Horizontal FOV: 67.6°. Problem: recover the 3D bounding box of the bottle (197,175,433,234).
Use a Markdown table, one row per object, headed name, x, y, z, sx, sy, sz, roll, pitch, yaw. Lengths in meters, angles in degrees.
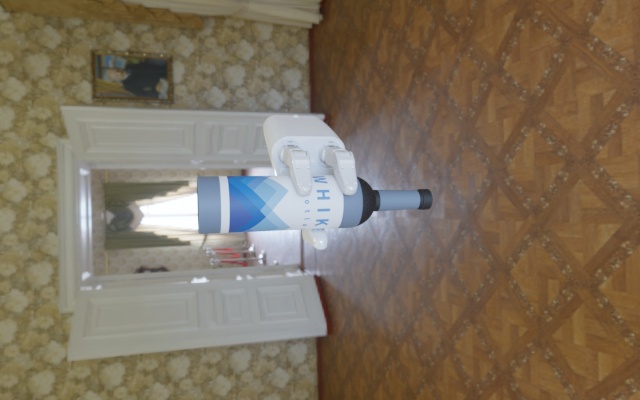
| name | x | y | z | sx | sy | sz | roll | pitch | yaw |
| --- | --- | --- | --- | --- | --- | --- | --- | --- | --- |
| bottle | 0.000 | 0.002 | 0.590 | 0.296 | 0.069 | 0.069 | -1 | 0 | -16 |
